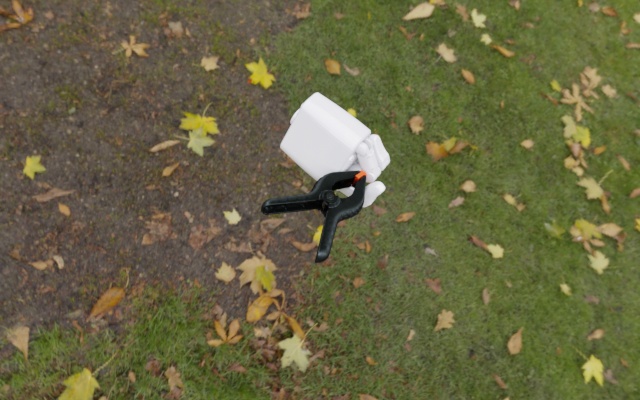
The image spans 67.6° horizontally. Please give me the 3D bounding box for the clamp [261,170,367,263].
[{"bbox_3d":[0.000,0.002,0.698,0.171,0.120,0.039,-47,-9,-37],"label":"clamp"}]
